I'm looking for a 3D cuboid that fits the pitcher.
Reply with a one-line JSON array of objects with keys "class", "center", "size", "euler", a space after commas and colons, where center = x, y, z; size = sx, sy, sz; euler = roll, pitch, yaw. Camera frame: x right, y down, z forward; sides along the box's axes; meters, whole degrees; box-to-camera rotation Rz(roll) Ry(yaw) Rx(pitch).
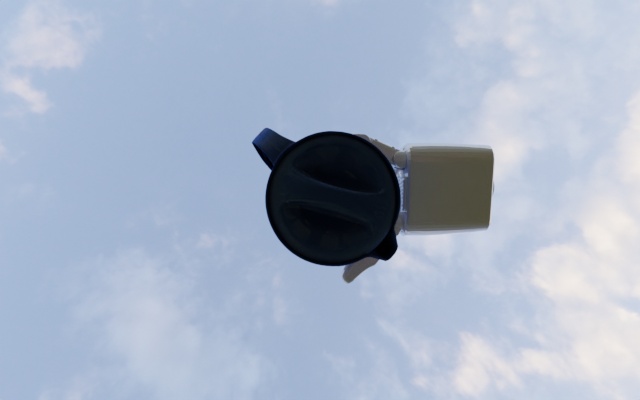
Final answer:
[{"class": "pitcher", "center": [0.000, 0.002, 0.578], "size": [0.145, 0.149, 0.243], "euler": [-4, -6, -3]}]
